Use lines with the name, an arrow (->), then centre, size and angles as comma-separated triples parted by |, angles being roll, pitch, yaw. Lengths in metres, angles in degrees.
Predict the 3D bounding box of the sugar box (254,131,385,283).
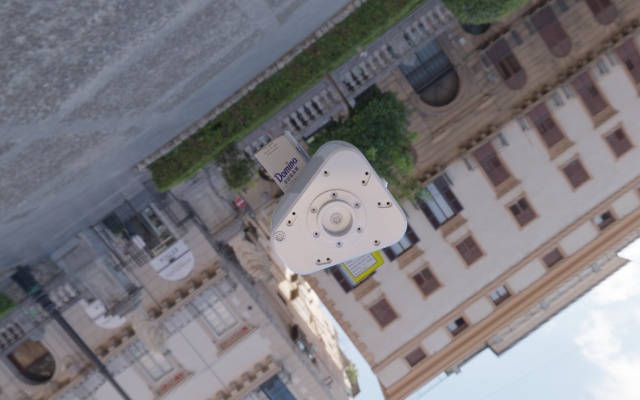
sugar box -> 0.001, 0.002, 0.539 | 0.048, 0.176, 0.093 | -35, 8, 5
